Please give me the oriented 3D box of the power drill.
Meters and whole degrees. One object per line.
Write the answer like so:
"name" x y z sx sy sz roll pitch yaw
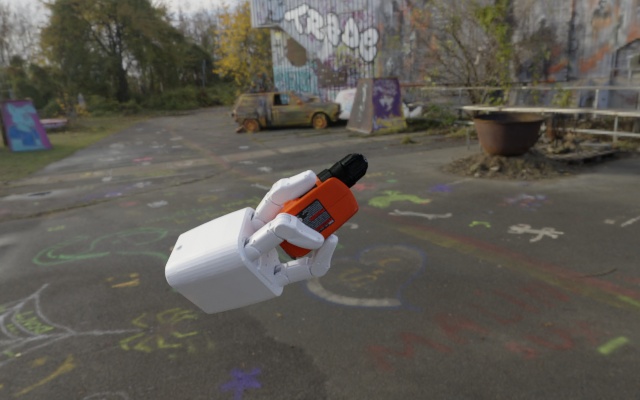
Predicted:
"power drill" 0.000 0.002 0.643 0.184 0.057 0.187 -40 6 1
